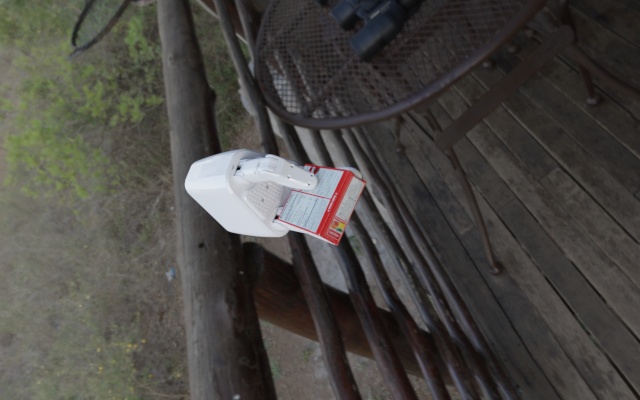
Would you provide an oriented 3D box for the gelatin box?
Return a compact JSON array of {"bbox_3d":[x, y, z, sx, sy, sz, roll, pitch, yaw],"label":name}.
[{"bbox_3d":[0.000,0.002,0.512,0.030,0.073,0.089,30,-9,-33],"label":"gelatin box"}]
